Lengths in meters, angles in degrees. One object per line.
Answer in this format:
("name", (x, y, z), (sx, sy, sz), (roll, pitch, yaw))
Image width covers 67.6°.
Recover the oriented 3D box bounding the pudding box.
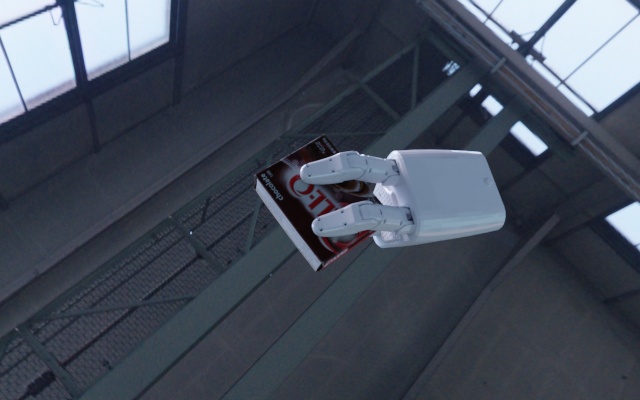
("pudding box", (0.000, 0.002, 0.482), (0.090, 0.113, 0.039), (-33, -15, -25))
